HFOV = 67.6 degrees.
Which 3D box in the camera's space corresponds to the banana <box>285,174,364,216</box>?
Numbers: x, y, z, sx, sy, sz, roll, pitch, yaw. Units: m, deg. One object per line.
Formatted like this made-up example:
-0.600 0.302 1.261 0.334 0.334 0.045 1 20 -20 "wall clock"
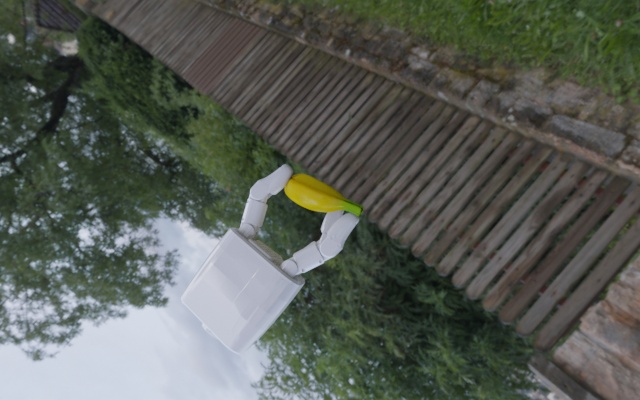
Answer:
-0.014 -0.008 0.602 0.070 0.037 0.198 34 -2 -18 "banana"
